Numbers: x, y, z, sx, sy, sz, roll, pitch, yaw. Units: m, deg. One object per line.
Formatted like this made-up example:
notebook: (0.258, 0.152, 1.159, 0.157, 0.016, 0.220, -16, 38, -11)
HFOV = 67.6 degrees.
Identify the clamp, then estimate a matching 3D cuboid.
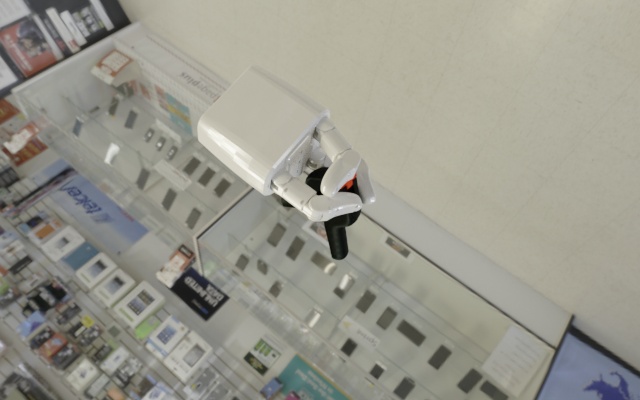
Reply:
clamp: (0.000, 0.002, 0.596, 0.120, 0.039, 0.172, 37, -31, 12)
